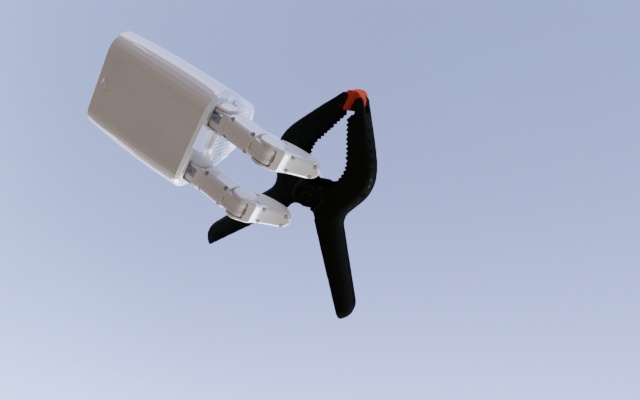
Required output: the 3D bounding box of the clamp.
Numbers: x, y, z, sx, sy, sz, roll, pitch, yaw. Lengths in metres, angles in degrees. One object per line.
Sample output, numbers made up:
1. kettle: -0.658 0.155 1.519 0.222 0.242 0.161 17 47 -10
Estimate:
1. clamp: 0.000 0.001 0.442 0.164 0.210 0.036 34 23 6
